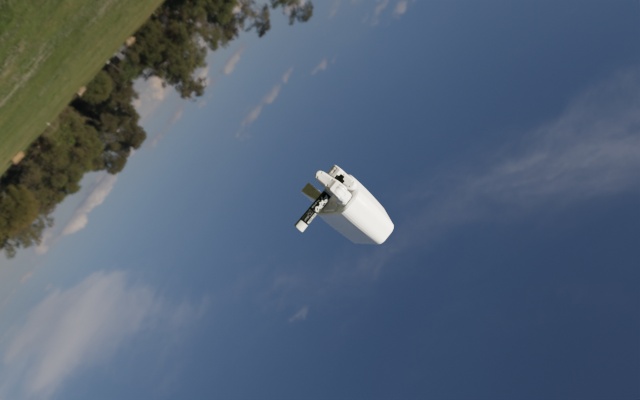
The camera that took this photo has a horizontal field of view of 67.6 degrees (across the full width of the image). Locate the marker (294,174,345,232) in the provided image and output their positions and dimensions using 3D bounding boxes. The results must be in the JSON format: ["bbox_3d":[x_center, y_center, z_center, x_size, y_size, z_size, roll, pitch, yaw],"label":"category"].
[{"bbox_3d":[0.000,0.003,0.825,0.020,0.121,0.020,40,-3,2],"label":"marker"}]
